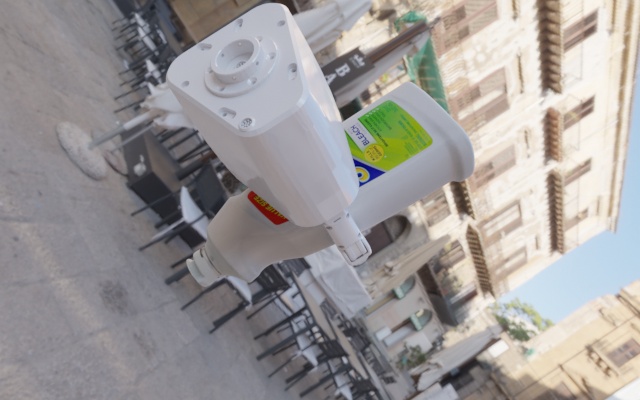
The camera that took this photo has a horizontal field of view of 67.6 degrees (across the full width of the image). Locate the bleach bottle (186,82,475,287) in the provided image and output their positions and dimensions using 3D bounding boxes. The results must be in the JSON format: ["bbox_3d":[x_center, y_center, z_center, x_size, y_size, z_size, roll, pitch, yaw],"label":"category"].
[{"bbox_3d":[0.000,0.001,0.416,0.251,0.102,0.068,-33,-35,-1],"label":"bleach bottle"}]
